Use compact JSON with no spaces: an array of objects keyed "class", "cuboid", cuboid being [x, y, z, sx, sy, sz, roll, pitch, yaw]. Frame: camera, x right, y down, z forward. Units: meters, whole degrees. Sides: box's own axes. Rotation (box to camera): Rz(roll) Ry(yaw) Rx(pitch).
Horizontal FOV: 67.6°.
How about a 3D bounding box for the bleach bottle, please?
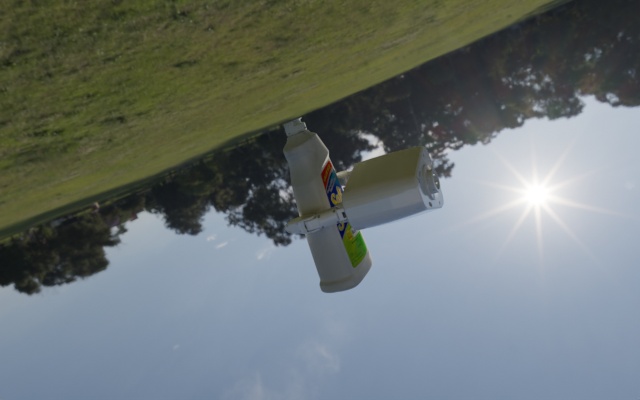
[{"class":"bleach bottle","cuboid":[0.000,0.002,0.706,0.068,0.251,0.102,-15,12,29]}]
